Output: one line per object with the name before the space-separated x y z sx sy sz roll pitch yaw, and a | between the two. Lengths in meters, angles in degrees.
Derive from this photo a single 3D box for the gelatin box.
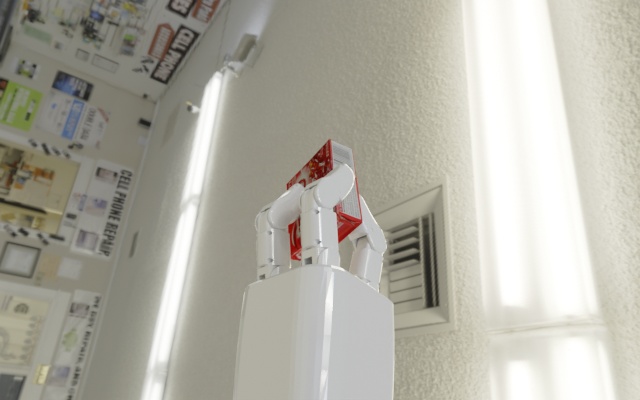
gelatin box | 0.000 0.001 0.426 0.030 0.089 0.073 22 -46 -28
